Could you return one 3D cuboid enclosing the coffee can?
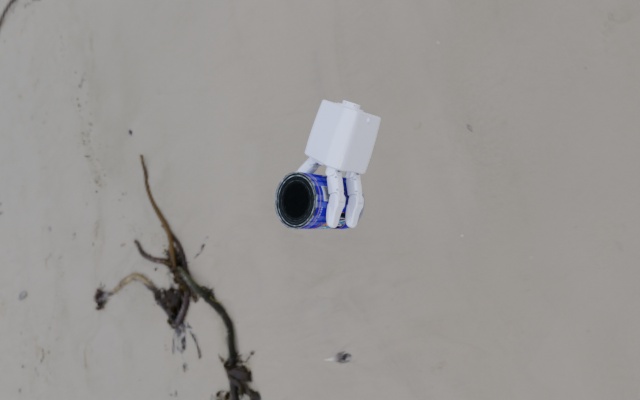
[{"bbox_3d":[0.000,0.003,0.889,0.103,0.103,0.140,0,-2,41],"label":"coffee can"}]
